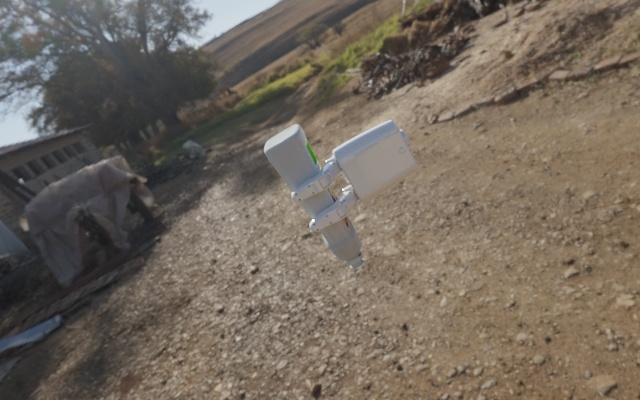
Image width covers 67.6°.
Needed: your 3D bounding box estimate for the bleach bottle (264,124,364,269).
[{"bbox_3d":[0.000,0.003,0.784,0.068,0.251,0.102,-29,18,7],"label":"bleach bottle"}]
